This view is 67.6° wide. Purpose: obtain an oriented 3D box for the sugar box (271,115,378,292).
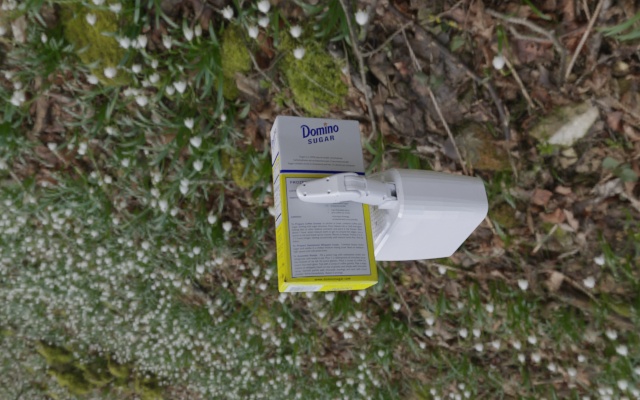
[{"bbox_3d":[0.000,0.002,0.490,0.093,0.176,0.048,2,-22,-16],"label":"sugar box"}]
